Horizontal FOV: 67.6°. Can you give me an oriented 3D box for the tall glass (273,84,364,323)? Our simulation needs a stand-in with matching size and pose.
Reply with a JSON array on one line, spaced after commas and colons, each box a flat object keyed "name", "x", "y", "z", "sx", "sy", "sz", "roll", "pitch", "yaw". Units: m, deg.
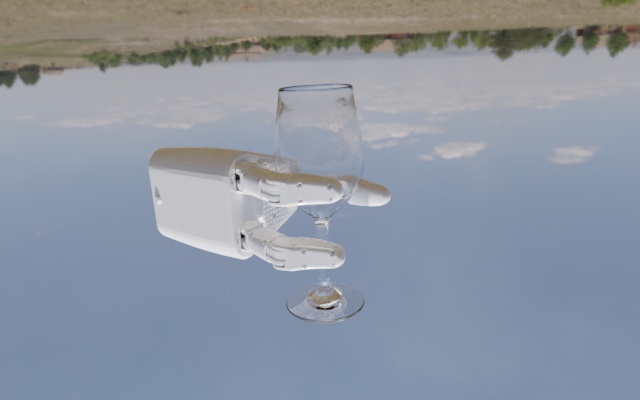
[{"name": "tall glass", "x": 0.000, "y": 0.002, "z": 0.423, "sx": 0.079, "sy": 0.201, "sz": 0.079, "roll": -2, "pitch": 17, "yaw": 1}]
